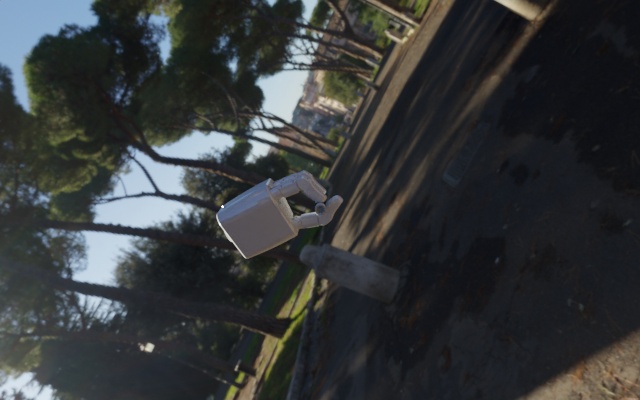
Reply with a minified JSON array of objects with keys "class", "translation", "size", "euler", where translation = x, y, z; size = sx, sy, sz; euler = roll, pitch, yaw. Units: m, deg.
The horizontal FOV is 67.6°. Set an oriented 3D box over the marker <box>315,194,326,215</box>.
[{"class":"marker","translation":[0.000,0.003,0.865],"size":[0.020,0.020,0.121],"euler":[0,13,0]}]
